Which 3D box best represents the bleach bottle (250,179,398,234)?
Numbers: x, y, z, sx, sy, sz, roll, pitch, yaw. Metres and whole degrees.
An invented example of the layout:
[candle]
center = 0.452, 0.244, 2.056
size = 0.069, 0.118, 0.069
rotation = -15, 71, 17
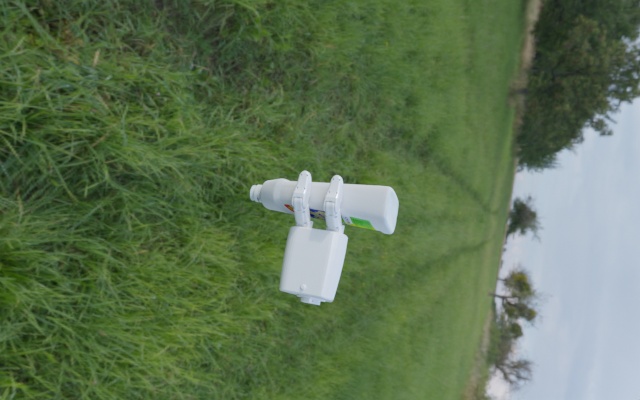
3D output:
[bleach bottle]
center = 0.000, 0.003, 0.819
size = 0.251, 0.068, 0.103
rotation = 7, -15, 20
